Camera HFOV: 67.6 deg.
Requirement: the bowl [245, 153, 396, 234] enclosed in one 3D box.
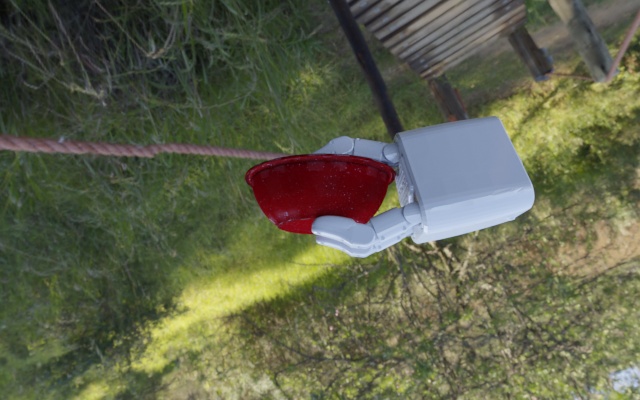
[{"bbox_3d":[-0.001,0.002,0.507,0.162,0.055,0.162,-1,-14,0],"label":"bowl"}]
